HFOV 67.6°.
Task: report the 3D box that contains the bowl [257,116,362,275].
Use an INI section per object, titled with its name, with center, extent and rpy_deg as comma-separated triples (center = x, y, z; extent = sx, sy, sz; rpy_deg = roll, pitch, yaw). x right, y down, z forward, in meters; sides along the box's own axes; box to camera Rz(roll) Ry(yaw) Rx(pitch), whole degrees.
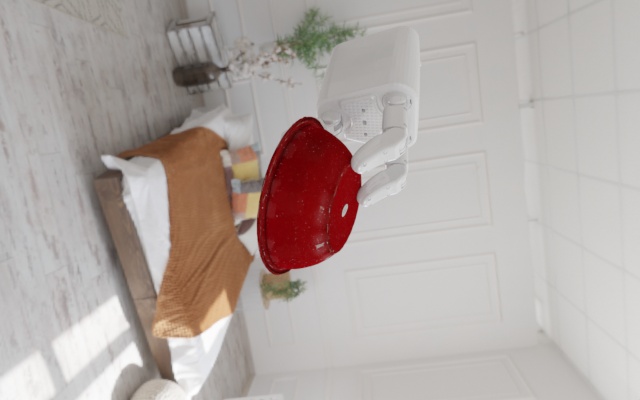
[bowl]
center = 0.000, 0.003, 0.472
extent = 0.055, 0.162, 0.162
rpy_deg = 14, 5, 20
